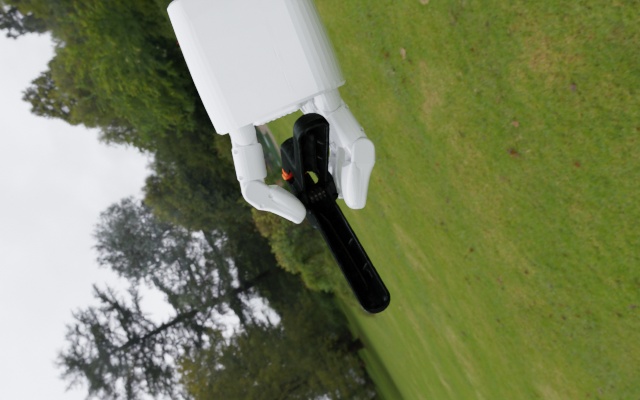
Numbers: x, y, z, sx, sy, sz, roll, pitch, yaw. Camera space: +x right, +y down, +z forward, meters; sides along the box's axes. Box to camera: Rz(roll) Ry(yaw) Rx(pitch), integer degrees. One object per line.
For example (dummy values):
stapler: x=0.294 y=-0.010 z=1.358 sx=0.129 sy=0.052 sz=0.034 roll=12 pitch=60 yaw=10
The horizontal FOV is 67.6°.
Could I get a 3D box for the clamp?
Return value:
clamp: x=-0.001 y=0.001 z=0.433 sx=0.036 sy=0.164 sz=0.210 roll=-23 pitch=13 yaw=-8
